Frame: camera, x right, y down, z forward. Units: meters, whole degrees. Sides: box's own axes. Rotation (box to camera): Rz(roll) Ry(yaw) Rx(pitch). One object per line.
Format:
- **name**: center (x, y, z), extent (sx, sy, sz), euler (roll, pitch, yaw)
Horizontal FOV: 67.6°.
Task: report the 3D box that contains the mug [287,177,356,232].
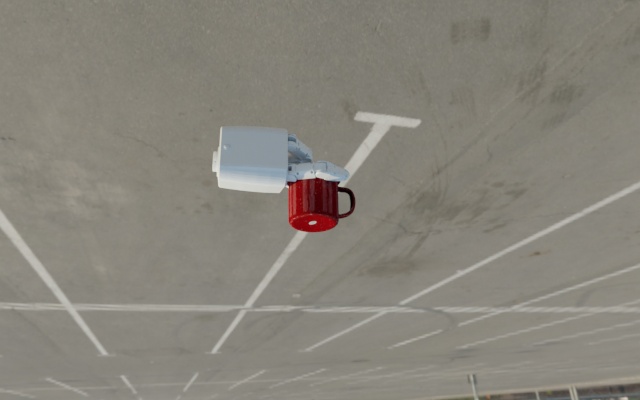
- **mug**: center (0.002, 0.003, 0.787), extent (0.117, 0.081, 0.093), euler (4, -25, -10)
